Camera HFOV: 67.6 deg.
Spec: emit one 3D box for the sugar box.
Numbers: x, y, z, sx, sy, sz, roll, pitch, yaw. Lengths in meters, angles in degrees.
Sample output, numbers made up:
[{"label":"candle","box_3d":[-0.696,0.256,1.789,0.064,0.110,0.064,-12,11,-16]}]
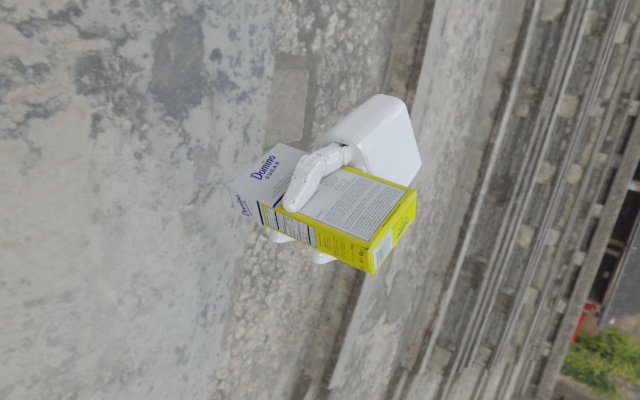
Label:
[{"label":"sugar box","box_3d":[0.000,0.002,0.501,0.176,0.048,0.093,21,49,30]}]
